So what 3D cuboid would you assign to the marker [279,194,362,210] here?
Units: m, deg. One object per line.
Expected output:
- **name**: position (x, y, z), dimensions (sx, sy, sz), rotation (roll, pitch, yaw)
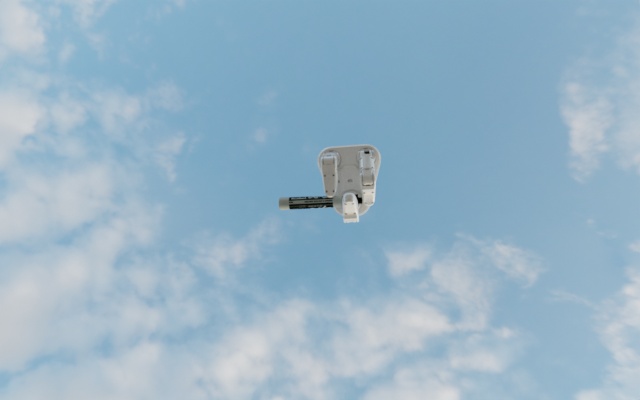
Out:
- **marker**: position (0.000, 0.002, 0.694), dimensions (0.121, 0.020, 0.020), rotation (-2, 0, 6)
